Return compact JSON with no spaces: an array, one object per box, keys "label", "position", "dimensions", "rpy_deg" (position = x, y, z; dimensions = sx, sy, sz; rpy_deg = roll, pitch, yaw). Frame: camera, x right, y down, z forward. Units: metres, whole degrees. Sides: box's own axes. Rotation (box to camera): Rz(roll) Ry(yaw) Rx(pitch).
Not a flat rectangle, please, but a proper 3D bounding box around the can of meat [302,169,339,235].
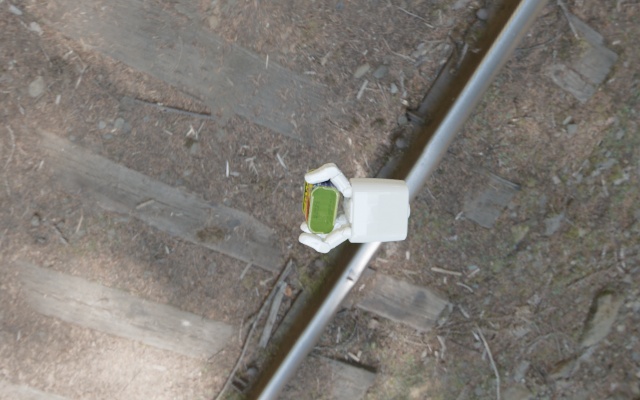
[{"label":"can of meat","position":[0.000,0.003,0.897],"dimensions":[0.057,0.102,0.084],"rpy_deg":[3,24,-9]}]
